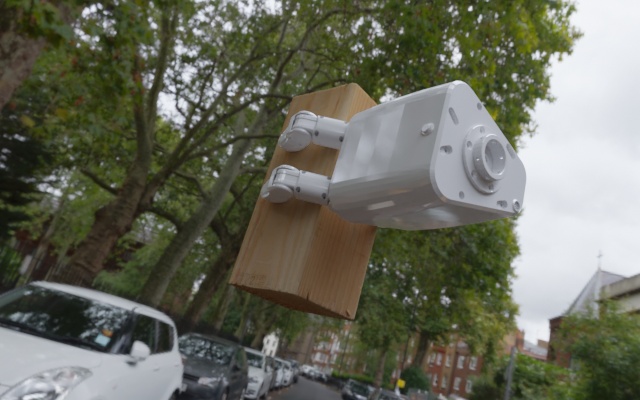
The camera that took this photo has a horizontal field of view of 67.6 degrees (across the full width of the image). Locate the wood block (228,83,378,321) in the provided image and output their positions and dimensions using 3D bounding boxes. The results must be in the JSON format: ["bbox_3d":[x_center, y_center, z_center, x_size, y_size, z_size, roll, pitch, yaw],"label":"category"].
[{"bbox_3d":[0.001,0.002,0.473,0.090,0.206,0.091,-2,-27,43],"label":"wood block"}]
